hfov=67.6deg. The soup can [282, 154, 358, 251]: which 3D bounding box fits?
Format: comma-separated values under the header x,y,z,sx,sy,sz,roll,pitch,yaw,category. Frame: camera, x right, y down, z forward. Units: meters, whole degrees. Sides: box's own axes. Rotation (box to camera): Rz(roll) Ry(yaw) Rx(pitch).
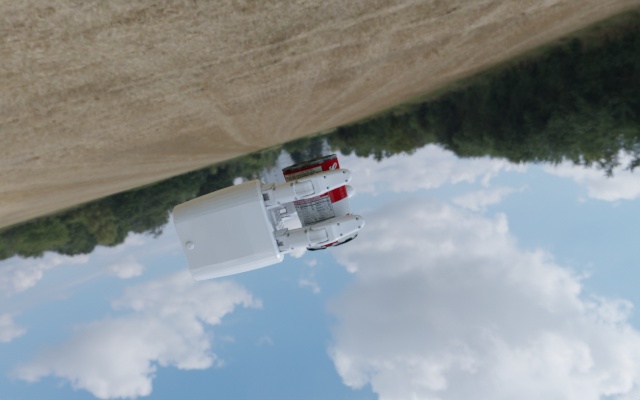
x,y,z,sx,sy,sz,roll,pitch,yaw,category
0.001,0.002,0.574,0.068,0.102,0.068,-16,7,2,soup can
